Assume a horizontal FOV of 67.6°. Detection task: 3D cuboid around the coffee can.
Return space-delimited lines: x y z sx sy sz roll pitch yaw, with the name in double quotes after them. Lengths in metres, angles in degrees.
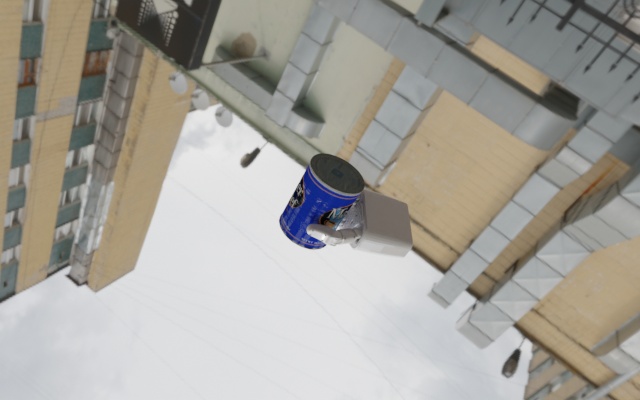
0.000 0.003 0.842 0.103 0.140 0.102 21 35 -15 "coffee can"
